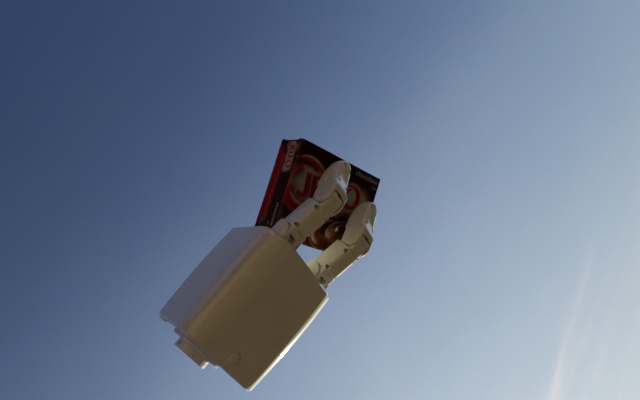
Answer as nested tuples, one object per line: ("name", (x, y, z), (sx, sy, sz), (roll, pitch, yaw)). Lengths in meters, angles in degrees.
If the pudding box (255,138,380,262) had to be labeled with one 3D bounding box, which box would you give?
("pudding box", (0.000, 0.002, 0.464), (0.113, 0.090, 0.039), (23, -9, -41))
